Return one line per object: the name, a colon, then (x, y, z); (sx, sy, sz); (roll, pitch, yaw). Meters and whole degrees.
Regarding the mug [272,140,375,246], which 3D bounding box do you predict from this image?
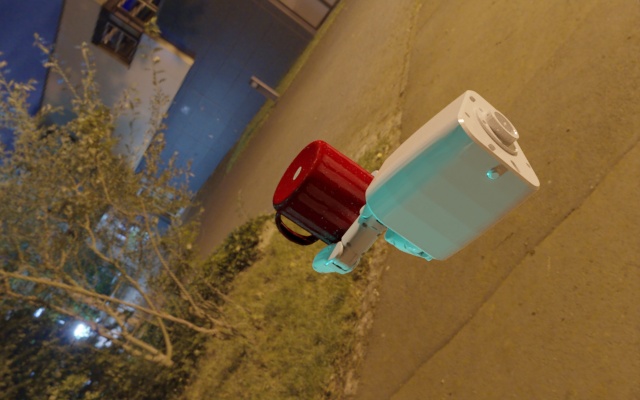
mug: (-0.001, 0.002, 0.474); (0.081, 0.093, 0.117); (34, -54, -19)
